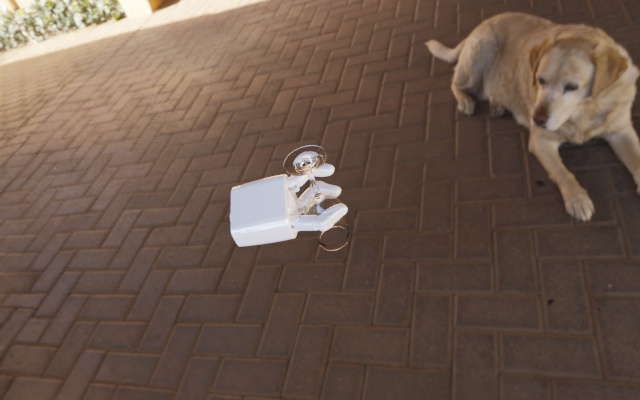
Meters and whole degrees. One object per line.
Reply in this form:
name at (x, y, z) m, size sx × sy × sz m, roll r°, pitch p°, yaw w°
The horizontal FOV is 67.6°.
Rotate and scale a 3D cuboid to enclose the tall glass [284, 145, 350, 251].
tall glass at (0.000, 0.002, 0.848) m, size 0.079 × 0.079 × 0.201 m, roll 0°, pitch -44°, yaw 22°
